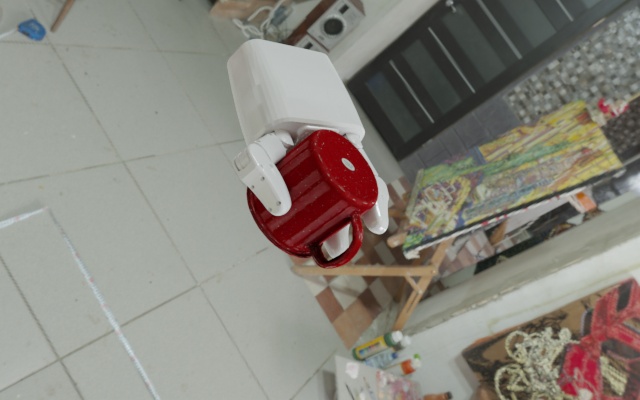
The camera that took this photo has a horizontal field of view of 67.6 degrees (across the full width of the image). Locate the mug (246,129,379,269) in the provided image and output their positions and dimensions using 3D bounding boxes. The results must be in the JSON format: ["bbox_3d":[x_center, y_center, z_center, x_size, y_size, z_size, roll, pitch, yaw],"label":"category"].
[{"bbox_3d":[0.001,0.002,0.415,0.081,0.117,0.093,-37,-29,30],"label":"mug"}]
